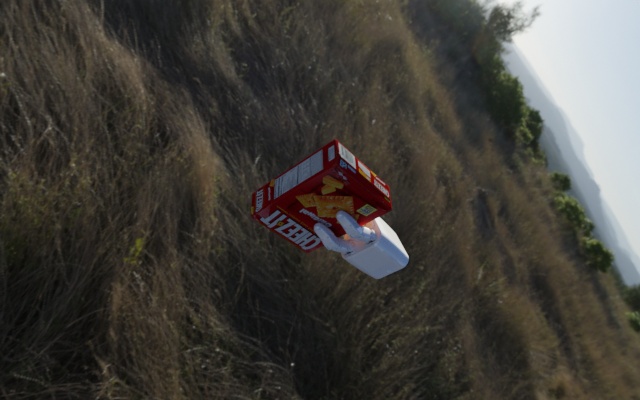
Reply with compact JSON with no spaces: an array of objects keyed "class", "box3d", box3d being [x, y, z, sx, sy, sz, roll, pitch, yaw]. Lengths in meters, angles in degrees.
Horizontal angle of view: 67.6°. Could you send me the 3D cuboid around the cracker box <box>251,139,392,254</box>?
[{"class":"cracker box","box3d":[0.000,0.003,0.900,0.214,0.072,0.164,-31,-50,29]}]
